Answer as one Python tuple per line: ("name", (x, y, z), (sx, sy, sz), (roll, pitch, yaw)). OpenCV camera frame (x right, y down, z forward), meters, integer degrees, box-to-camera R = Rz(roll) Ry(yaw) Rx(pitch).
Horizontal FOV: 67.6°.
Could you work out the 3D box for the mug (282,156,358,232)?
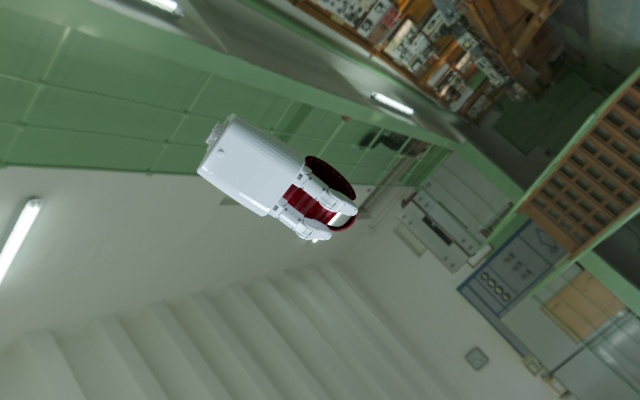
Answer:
("mug", (0.001, 0.003, 0.694), (0.117, 0.081, 0.093), (35, 21, -16))
